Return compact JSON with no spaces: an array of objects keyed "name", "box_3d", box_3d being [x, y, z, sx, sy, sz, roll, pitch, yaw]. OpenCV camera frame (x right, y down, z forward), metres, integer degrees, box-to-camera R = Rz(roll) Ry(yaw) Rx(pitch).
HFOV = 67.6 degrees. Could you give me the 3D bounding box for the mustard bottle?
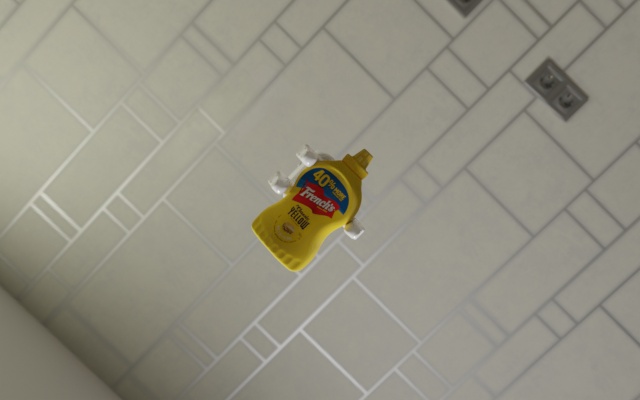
[{"name":"mustard bottle","box_3d":[0.000,0.002,0.667,0.096,0.191,0.058,46,6,15]}]
